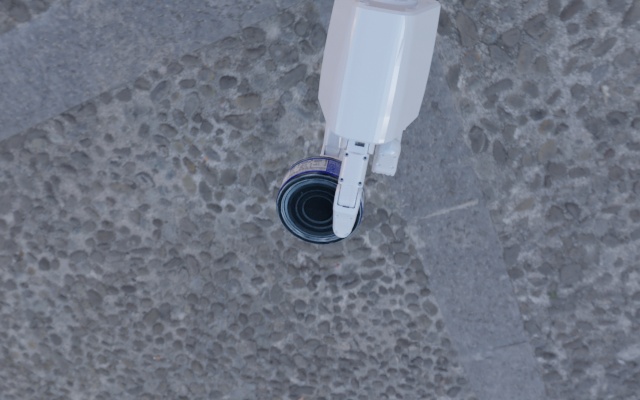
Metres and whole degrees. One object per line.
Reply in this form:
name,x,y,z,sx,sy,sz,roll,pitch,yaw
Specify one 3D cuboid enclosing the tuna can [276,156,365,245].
tuna can,0.000,0.002,0.470,0.086,0.086,0.033,0,33,9
